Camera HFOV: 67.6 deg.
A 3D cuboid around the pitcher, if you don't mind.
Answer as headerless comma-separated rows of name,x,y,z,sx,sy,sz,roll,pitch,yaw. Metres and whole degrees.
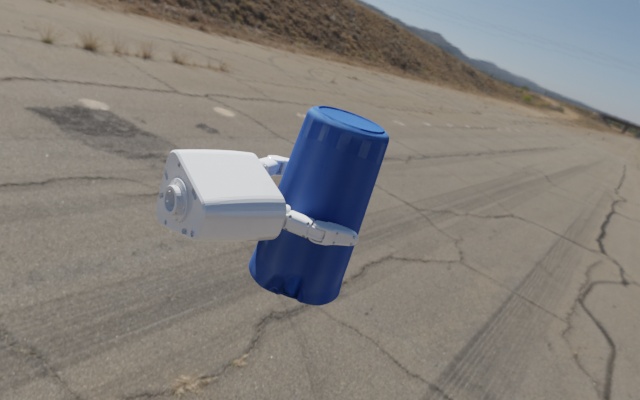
pitcher,0.000,0.002,0.641,0.145,0.243,0.149,1,27,-41
